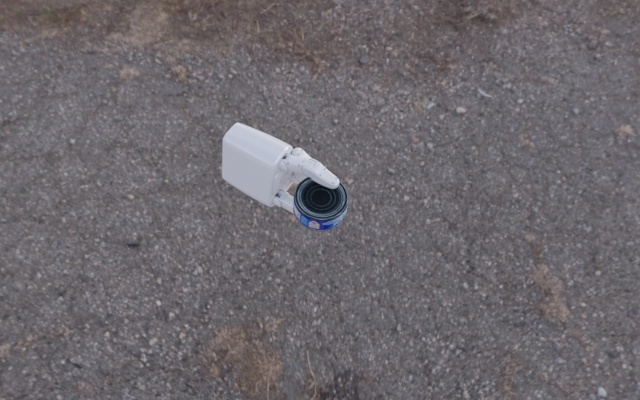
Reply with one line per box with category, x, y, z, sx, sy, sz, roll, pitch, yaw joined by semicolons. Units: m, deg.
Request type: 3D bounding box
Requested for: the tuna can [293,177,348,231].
tuna can;0.000;0.002;0.740;0.086;0.086;0.034;0;-33;-5
